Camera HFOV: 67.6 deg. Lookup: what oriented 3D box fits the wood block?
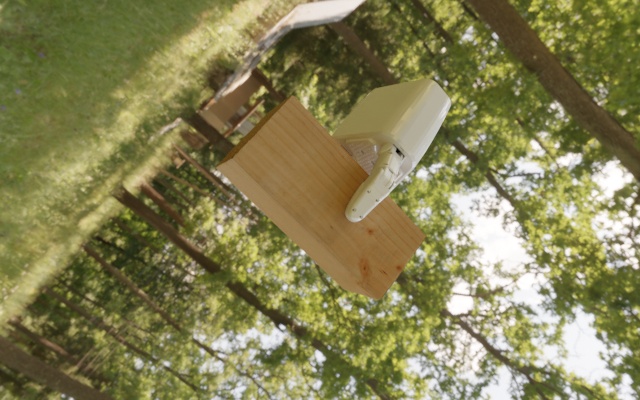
[{"bbox_3d":[0.001,0.001,0.510,0.206,0.090,0.091,45,-18,-14],"label":"wood block"}]
